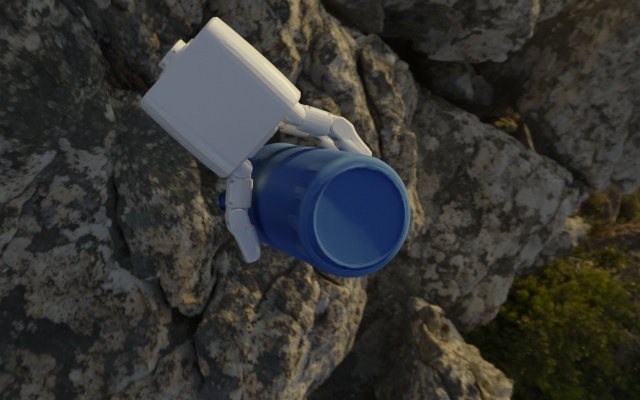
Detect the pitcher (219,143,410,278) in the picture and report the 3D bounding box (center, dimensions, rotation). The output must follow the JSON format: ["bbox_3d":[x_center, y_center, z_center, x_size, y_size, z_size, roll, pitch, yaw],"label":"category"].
[{"bbox_3d":[0.000,0.002,0.517,0.145,0.149,0.243,44,-10,-20],"label":"pitcher"}]
